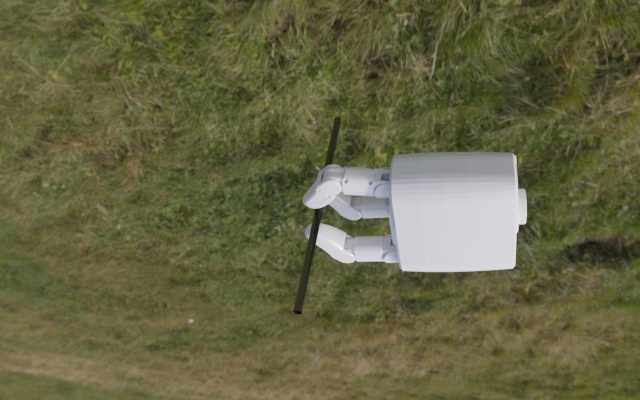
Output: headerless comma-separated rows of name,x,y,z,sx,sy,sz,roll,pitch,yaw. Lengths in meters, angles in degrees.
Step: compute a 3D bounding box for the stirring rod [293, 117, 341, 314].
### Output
stirring rod,0.000,0.001,0.484,0.011,0.239,0.011,8,-36,6
